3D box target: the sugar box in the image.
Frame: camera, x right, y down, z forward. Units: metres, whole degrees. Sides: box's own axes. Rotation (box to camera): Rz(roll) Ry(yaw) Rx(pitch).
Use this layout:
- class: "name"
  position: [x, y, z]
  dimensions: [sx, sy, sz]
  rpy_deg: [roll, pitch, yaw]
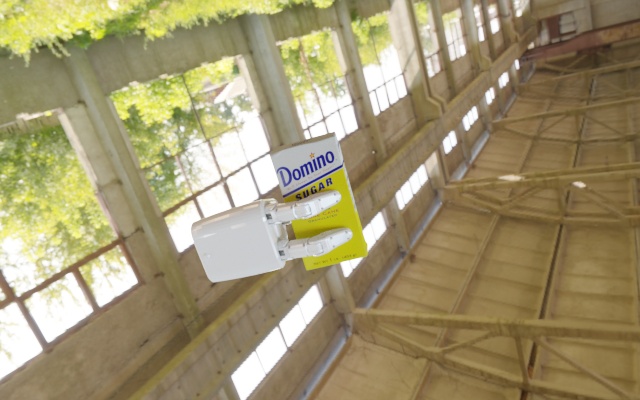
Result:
- class: "sugar box"
  position: [0.000, 0.002, 0.662]
  dimensions: [0.093, 0.176, 0.048]
  rpy_deg: [-15, 18, 8]
